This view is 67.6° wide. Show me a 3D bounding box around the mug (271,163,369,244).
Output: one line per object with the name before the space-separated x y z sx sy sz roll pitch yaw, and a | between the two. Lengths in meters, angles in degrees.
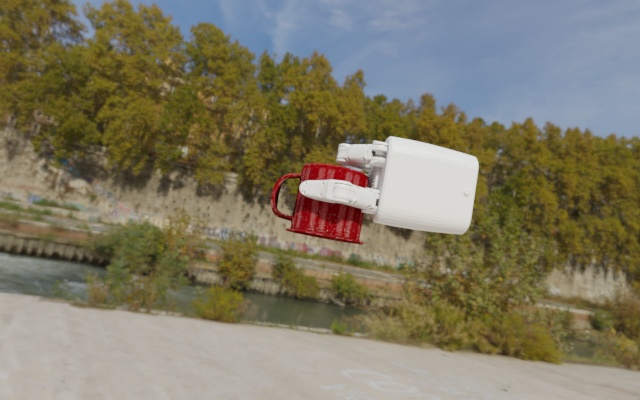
mug | -0.001 0.001 0.564 0.117 0.081 0.093 11 -6 -7
